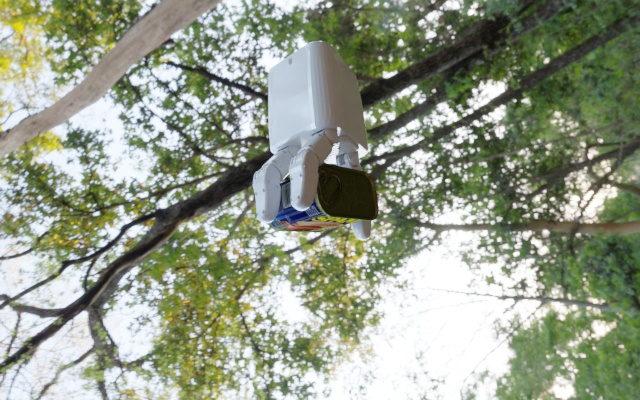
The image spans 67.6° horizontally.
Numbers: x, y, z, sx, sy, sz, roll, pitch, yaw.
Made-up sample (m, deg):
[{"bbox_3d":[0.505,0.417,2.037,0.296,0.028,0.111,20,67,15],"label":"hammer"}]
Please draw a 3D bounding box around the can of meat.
[{"bbox_3d":[0.000,0.002,0.530,0.084,0.057,0.102,-19,-17,40],"label":"can of meat"}]
